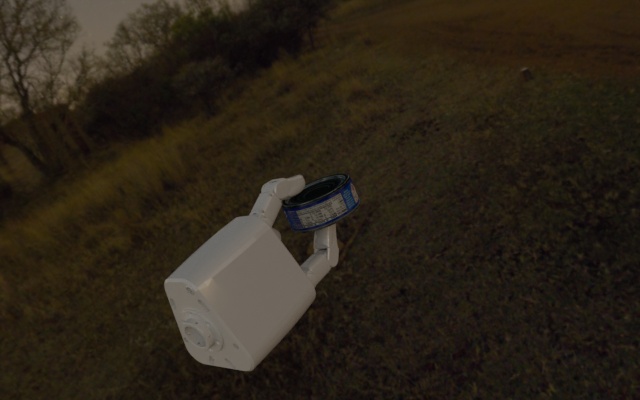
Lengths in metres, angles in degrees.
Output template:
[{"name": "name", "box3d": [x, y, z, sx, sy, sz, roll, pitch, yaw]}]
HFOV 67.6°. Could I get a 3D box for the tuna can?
[{"name": "tuna can", "box3d": [0.000, 0.001, 0.542, 0.086, 0.034, 0.086, -21, 16, 6]}]
